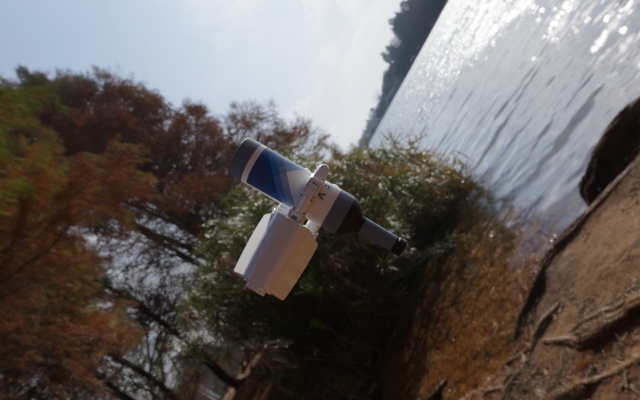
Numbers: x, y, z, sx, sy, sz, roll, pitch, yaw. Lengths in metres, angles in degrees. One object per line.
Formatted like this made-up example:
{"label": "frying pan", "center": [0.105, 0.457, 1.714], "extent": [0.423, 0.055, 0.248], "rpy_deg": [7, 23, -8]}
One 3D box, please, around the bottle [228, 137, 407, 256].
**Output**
{"label": "bottle", "center": [0.000, 0.002, 0.744], "extent": [0.295, 0.069, 0.069], "rpy_deg": [30, 1, 2]}
